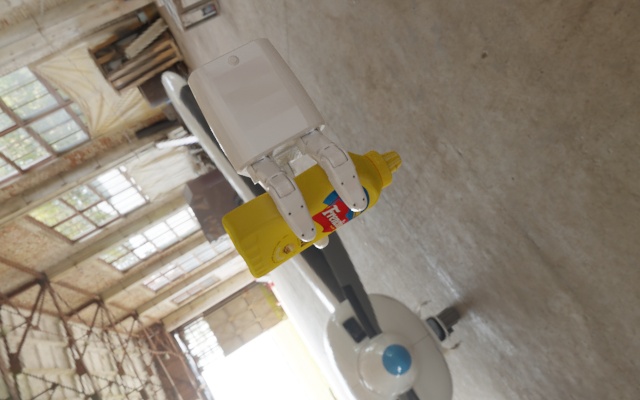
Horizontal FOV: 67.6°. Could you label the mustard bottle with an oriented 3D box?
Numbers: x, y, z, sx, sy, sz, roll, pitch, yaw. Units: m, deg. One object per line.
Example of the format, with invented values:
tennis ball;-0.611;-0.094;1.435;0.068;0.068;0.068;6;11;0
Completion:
mustard bottle;0.000;0.002;0.484;0.191;0.058;0.096;-31;-30;-13
